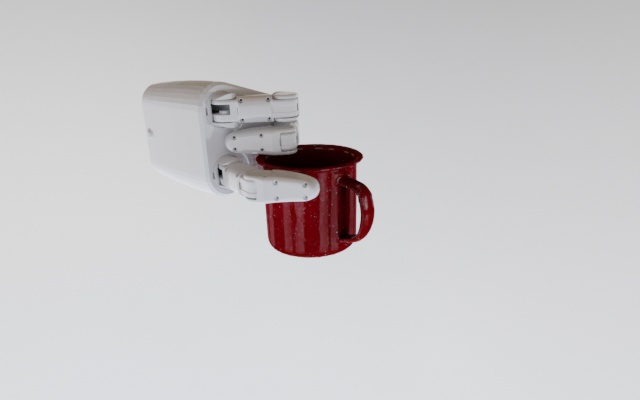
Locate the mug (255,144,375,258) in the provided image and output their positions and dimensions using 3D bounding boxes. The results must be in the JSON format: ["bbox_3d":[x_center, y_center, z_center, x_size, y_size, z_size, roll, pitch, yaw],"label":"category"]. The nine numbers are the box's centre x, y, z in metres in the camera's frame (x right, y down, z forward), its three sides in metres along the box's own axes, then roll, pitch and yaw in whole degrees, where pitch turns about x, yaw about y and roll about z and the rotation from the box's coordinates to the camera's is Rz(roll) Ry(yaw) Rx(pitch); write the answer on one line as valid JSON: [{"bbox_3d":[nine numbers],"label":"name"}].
[{"bbox_3d":[0.001,0.002,0.419,0.117,0.081,0.093,16,26,41],"label":"mug"}]
